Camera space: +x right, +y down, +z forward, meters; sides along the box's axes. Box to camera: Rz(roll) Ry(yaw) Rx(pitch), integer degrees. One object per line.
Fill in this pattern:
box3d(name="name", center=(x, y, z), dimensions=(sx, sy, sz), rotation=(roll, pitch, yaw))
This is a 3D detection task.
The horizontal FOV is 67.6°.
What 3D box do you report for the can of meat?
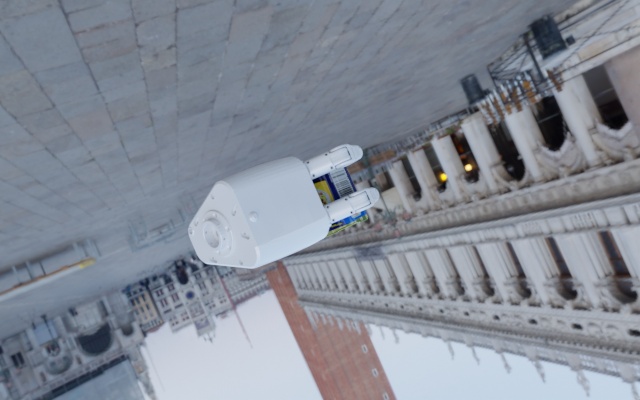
box3d(name="can of meat", center=(0.000, 0.002, 0.595), dimensions=(0.102, 0.084, 0.057), rotation=(-25, -2, 41))
